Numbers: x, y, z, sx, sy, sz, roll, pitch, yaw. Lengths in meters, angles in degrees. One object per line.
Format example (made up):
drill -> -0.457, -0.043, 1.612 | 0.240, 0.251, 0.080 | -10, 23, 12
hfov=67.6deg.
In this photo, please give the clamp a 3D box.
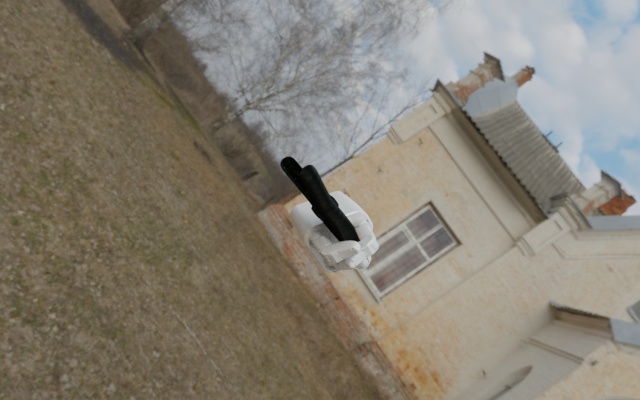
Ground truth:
clamp -> 0.001, 0.002, 0.715 | 0.039, 0.171, 0.120 | -34, 29, -4
